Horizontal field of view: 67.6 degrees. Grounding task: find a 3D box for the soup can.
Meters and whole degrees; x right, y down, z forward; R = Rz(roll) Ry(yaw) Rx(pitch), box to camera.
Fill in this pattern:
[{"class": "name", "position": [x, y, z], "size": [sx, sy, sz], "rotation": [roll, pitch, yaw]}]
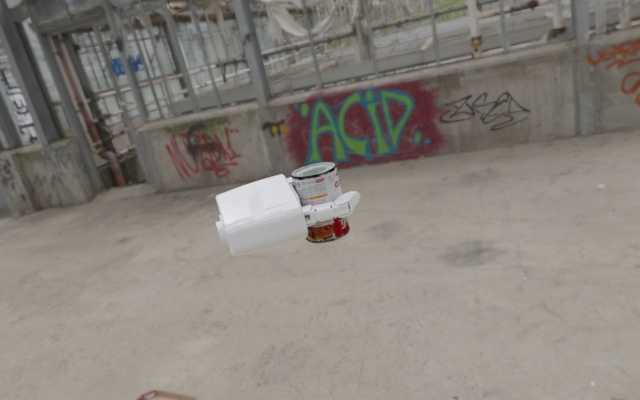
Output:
[{"class": "soup can", "position": [0.001, 0.002, 0.698], "size": [0.068, 0.102, 0.068], "rotation": [-12, 18, 4]}]
